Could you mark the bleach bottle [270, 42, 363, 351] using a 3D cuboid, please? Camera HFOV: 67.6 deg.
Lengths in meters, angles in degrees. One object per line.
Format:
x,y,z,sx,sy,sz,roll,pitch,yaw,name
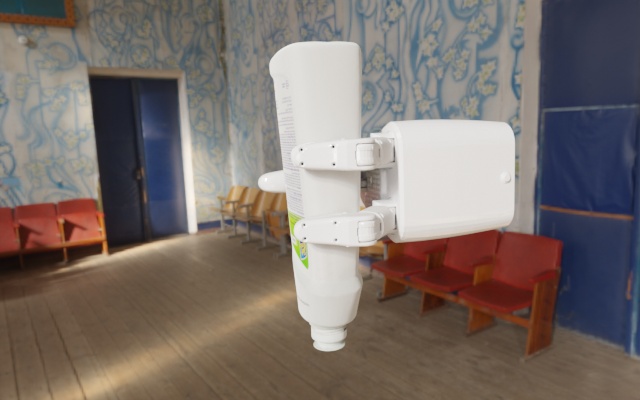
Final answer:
0.000,0.001,0.410,0.068,0.251,0.102,-4,8,-13,bleach bottle
